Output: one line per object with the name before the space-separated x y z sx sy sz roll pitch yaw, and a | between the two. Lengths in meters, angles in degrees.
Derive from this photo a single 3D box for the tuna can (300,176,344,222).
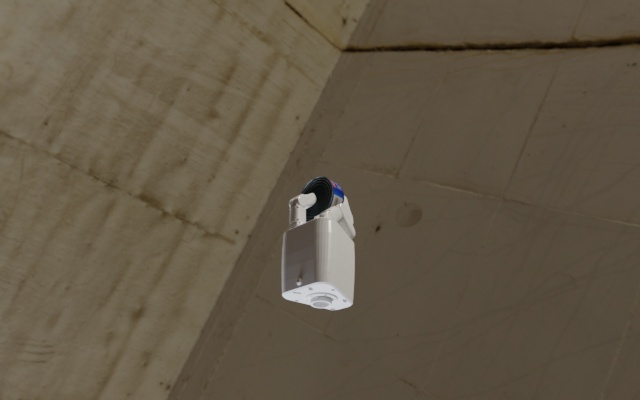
tuna can | 0.001 0.003 0.834 0.034 0.086 0.086 27 -18 -39
